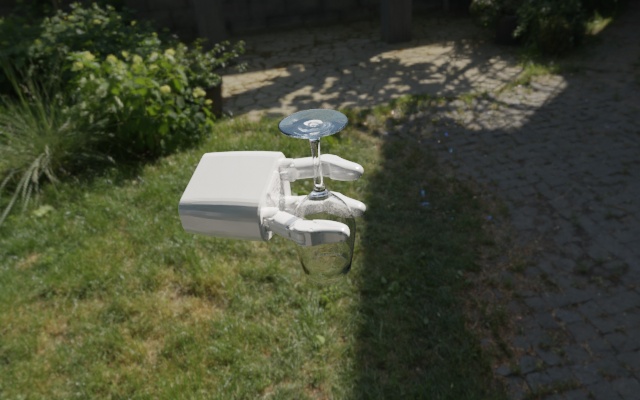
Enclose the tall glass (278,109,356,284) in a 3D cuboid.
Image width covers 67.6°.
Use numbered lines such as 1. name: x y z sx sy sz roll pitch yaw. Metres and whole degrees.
1. tall glass: 0.000 0.001 0.555 0.079 0.201 0.079 -4 31 3
